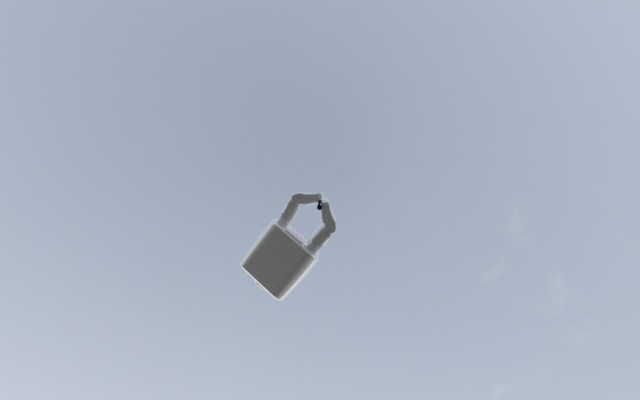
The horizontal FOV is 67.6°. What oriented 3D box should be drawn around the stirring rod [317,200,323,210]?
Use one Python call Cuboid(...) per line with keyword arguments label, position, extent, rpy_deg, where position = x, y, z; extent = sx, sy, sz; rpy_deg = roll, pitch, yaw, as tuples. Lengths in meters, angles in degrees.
Cuboid(label="stirring rod", position=(0.000, 0.003, 0.885), extent=(0.011, 0.011, 0.239), rpy_deg=(0, 4, 1))
